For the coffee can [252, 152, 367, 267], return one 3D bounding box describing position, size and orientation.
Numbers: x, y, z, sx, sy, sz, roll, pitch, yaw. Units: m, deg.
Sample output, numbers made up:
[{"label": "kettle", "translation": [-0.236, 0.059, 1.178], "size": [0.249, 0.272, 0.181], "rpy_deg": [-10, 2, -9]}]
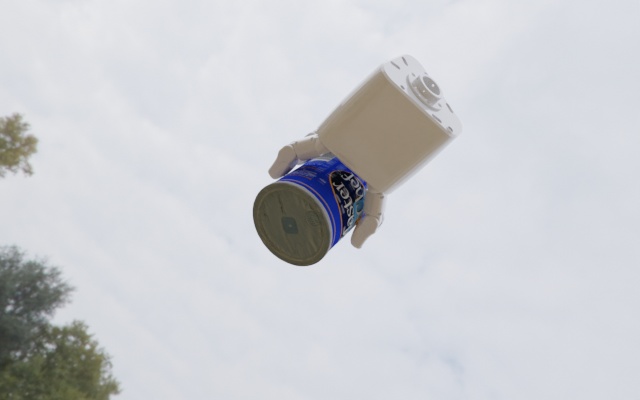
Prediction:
[{"label": "coffee can", "translation": [0.000, 0.002, 0.581], "size": [0.103, 0.103, 0.140], "rpy_deg": [0, 22, 32]}]
